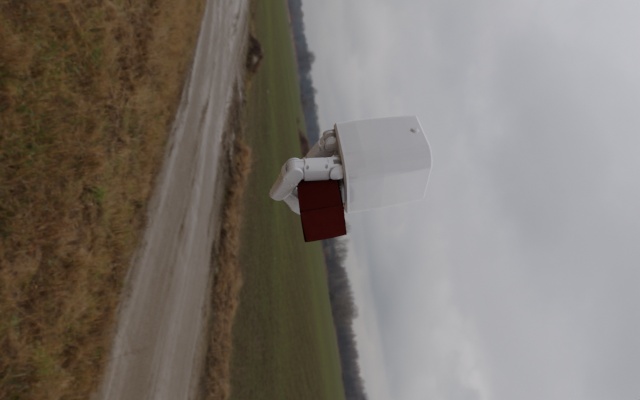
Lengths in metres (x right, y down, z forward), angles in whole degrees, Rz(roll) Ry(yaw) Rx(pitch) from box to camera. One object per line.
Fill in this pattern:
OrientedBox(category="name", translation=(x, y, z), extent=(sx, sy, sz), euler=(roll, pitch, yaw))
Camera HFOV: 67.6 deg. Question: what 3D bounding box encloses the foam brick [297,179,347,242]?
OrientedBox(category="foam brick", translation=(0.000, 0.002, 0.574), extent=(0.051, 0.053, 0.078), euler=(-8, 44, -1))
